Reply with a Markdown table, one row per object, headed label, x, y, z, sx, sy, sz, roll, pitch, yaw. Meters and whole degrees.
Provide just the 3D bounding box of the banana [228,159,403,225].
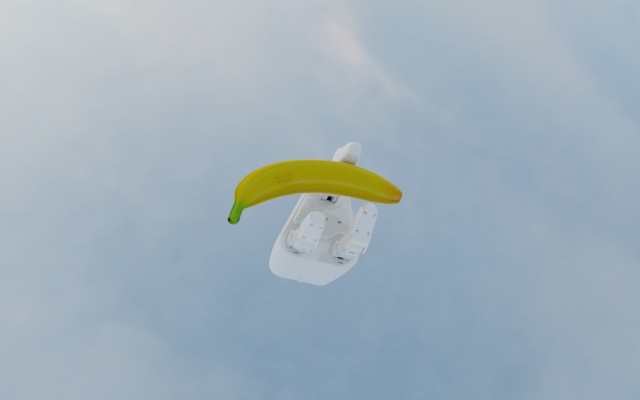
| label | x | y | z | sx | sy | sz | roll | pitch | yaw |
| --- | --- | --- | --- | --- | --- | --- | --- | --- | --- |
| banana | -0.008 | -0.014 | 0.511 | 0.198 | 0.069 | 0.037 | -8 | -25 | -22 |
